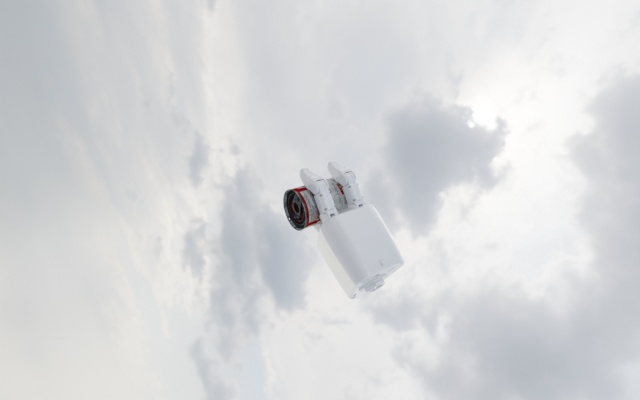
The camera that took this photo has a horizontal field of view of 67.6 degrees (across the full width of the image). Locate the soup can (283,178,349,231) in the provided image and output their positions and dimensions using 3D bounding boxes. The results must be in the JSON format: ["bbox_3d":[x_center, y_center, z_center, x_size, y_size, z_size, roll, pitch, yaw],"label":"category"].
[{"bbox_3d":[0.000,0.002,0.774,0.102,0.068,0.068,-17,9,-30],"label":"soup can"}]
